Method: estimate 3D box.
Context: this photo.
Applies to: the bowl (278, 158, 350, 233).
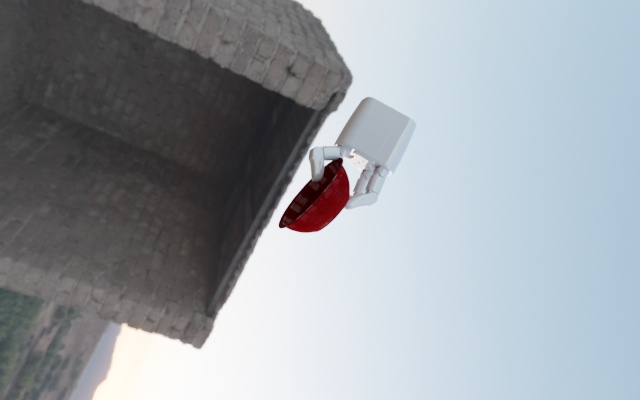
[{"bbox_3d":[0.000,0.004,0.826,0.055,0.162,0.162,43,-12,-13],"label":"bowl"}]
